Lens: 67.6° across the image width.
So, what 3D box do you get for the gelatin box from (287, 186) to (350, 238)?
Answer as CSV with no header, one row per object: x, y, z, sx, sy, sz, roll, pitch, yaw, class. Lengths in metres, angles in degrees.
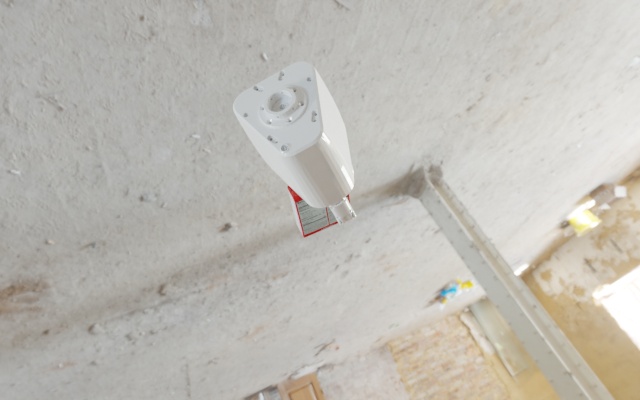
0.000,0.003,0.624,0.073,0.030,0.089,-24,-36,-9,gelatin box
